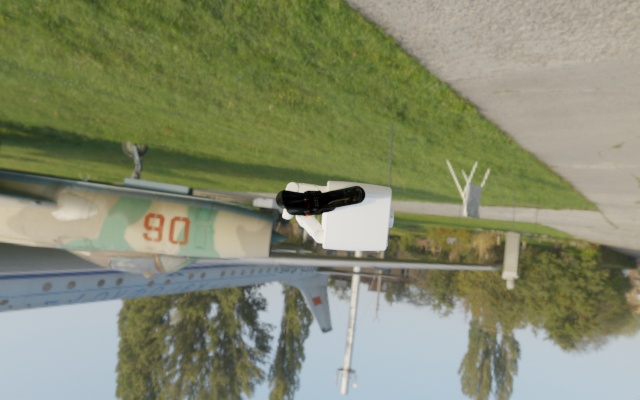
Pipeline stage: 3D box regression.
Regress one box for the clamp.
[{"bbox_3d":[0.000,0.003,0.704,0.120,0.039,0.171,1,-4,-1],"label":"clamp"}]
